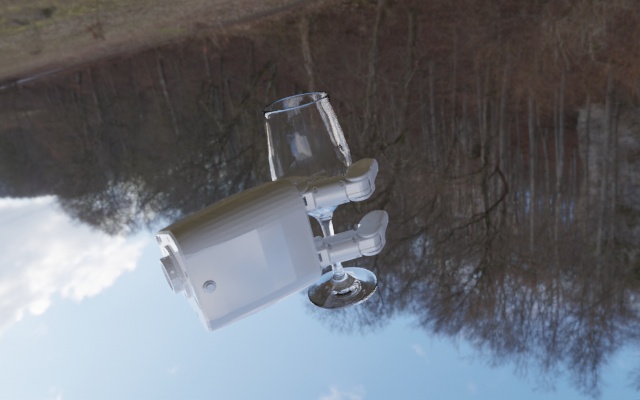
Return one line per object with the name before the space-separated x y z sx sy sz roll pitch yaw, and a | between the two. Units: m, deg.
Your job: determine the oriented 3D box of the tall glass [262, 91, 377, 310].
tall glass | 0.000 0.002 0.461 0.079 0.201 0.079 -12 22 5
